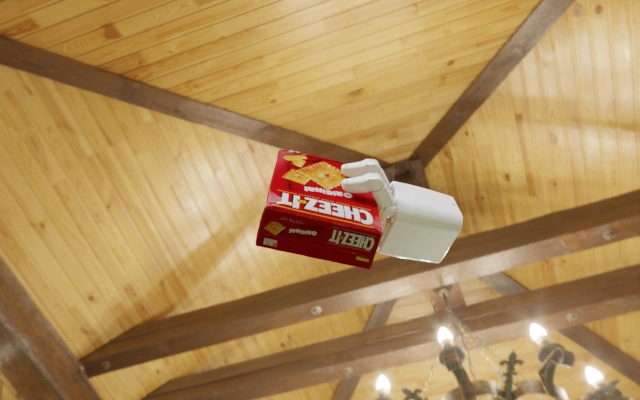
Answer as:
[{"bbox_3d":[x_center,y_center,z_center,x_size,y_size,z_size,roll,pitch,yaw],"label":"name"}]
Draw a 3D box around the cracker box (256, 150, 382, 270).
[{"bbox_3d":[0.000,0.002,0.729,0.164,0.072,0.213,12,27,-5],"label":"cracker box"}]
